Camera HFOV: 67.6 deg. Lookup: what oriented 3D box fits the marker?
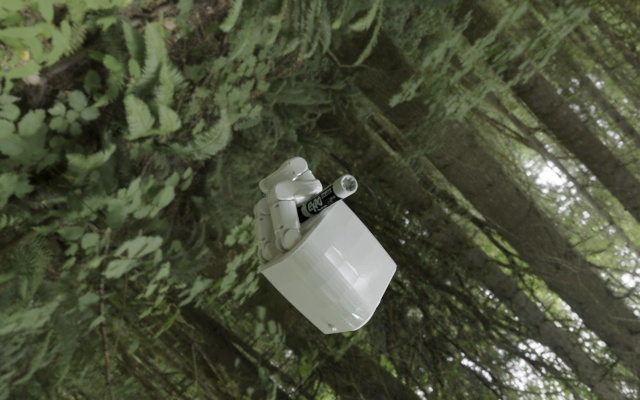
[{"bbox_3d":[0.000,0.002,0.493,0.020,0.020,0.121,0,-17,-27],"label":"marker"}]
